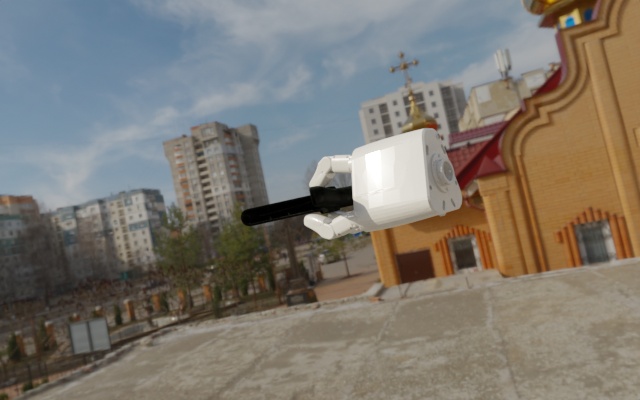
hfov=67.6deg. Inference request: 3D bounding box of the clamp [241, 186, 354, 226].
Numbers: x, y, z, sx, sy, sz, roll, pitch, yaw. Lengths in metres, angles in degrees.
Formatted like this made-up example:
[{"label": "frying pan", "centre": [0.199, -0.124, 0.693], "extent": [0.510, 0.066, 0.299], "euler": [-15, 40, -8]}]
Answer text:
[{"label": "clamp", "centre": [0.000, 0.001, 0.693], "extent": [0.164, 0.036, 0.210], "euler": [-15, -5, 39]}]
